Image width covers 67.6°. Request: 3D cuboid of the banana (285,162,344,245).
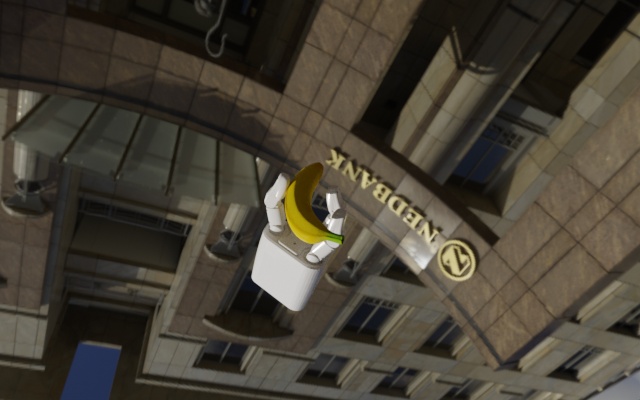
[{"bbox_3d":[-0.018,0.003,0.684,0.069,0.037,0.197,4,35,-13],"label":"banana"}]
